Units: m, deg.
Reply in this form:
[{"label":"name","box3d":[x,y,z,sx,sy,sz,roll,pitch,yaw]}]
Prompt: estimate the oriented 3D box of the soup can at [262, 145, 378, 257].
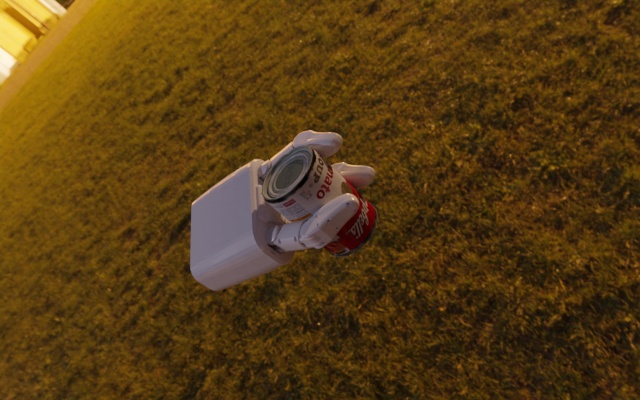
[{"label":"soup can","box3d":[0.000,0.001,0.474,0.068,0.068,0.102,0,-34,50]}]
